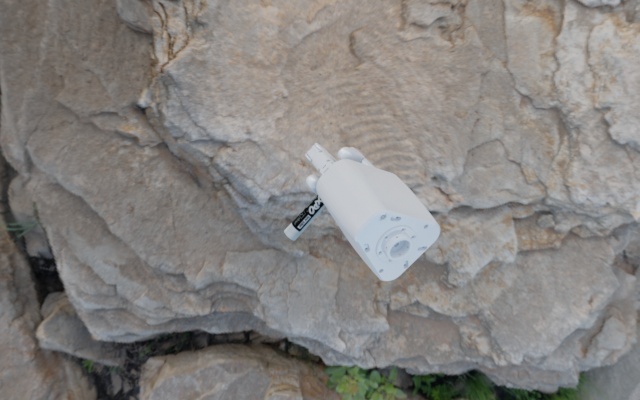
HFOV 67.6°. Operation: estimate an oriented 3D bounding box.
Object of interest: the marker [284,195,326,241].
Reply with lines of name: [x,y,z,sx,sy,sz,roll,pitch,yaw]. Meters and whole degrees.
marker: [0.000,0.002,0.601,0.020,0.121,0.020,40,13,-11]
